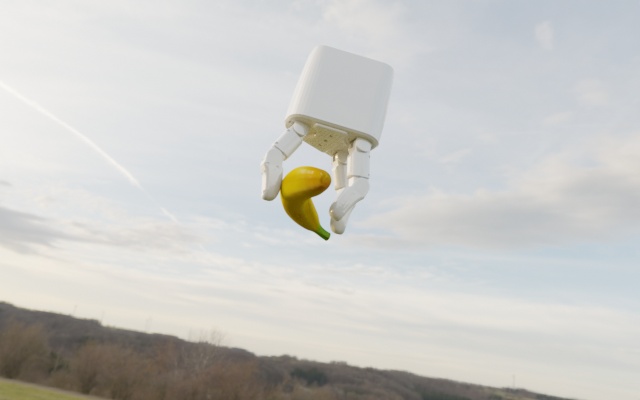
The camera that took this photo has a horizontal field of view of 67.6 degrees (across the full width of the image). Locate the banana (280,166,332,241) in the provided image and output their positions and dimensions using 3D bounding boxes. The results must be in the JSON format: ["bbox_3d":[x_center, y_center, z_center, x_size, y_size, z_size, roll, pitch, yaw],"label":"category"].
[{"bbox_3d":[-0.017,-0.003,0.566,0.069,0.037,0.198,20,-18,9],"label":"banana"}]
